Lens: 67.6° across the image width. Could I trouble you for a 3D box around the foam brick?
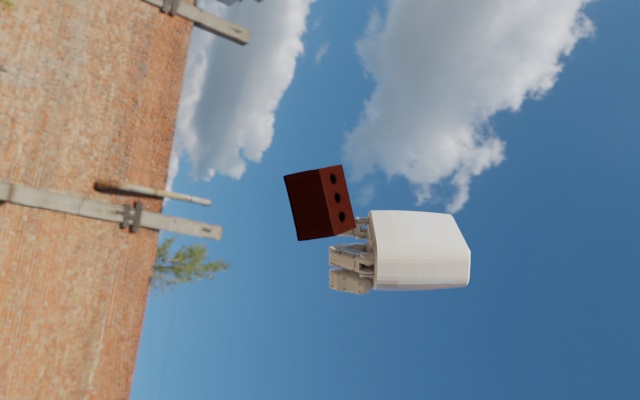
[{"bbox_3d":[0.000,0.002,0.548,0.051,0.078,0.053,-12,2,35],"label":"foam brick"}]
